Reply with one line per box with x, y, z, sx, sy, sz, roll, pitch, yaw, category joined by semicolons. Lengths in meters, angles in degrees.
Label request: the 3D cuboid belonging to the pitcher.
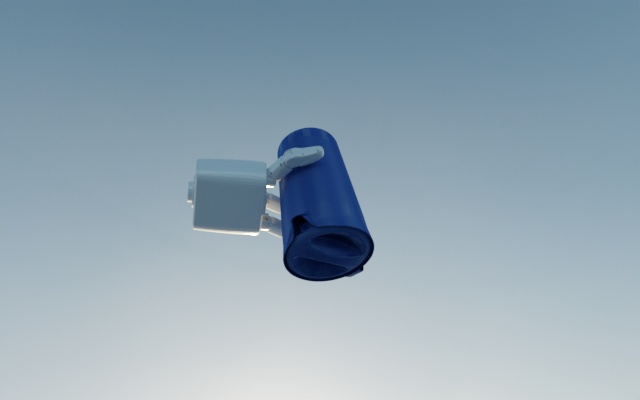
0.000;0.002;0.767;0.145;0.242;0.149;2;-44;-14;pitcher
